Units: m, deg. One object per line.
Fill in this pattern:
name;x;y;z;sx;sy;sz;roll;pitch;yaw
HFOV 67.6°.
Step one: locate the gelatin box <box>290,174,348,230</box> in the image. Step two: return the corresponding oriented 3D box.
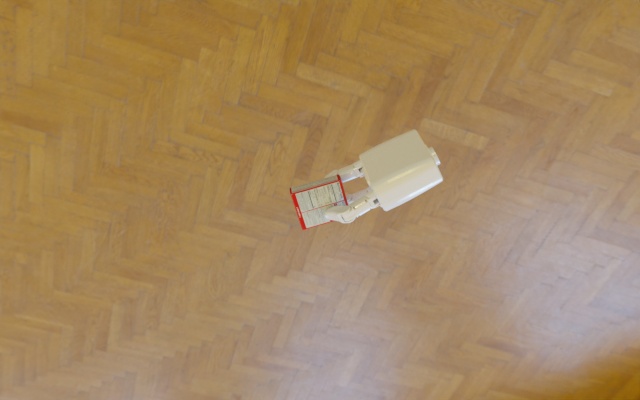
gelatin box;0.000;0.003;0.814;0.089;0.073;0.030;-17;27;1
